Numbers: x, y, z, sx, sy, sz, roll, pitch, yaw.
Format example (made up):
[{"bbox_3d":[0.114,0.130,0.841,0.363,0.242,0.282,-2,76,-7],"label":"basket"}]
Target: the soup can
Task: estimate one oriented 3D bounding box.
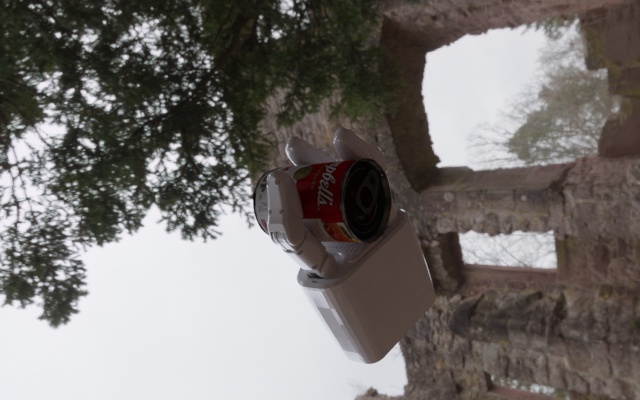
[{"bbox_3d":[0.000,0.001,0.411,0.102,0.068,0.068,-2,-1,40],"label":"soup can"}]
